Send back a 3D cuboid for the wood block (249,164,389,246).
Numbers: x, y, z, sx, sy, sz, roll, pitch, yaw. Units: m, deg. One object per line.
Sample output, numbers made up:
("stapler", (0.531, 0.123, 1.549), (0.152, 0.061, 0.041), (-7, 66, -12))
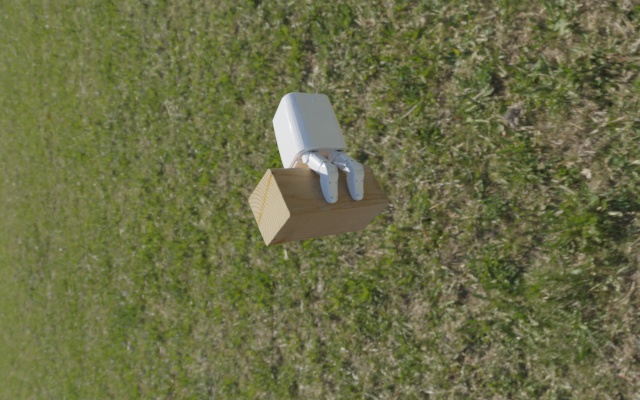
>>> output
("wood block", (0.000, 0.002, 0.795), (0.206, 0.090, 0.091), (-6, -30, -38))
